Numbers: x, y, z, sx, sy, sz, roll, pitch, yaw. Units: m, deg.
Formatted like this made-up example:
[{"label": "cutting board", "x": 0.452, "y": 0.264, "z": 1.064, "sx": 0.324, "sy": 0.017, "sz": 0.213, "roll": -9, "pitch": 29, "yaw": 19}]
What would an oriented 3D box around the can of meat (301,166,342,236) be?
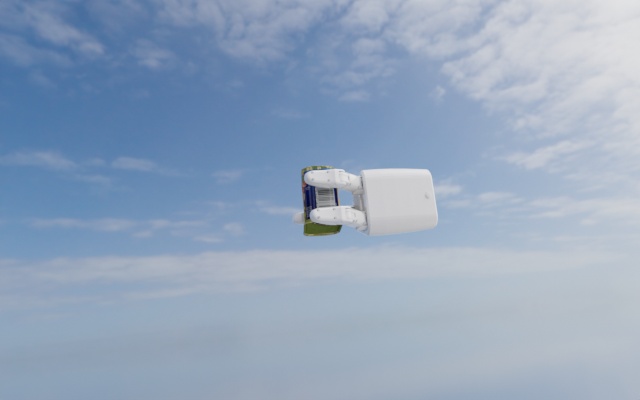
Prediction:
[{"label": "can of meat", "x": 0.000, "y": 0.002, "z": 0.718, "sx": 0.057, "sy": 0.084, "sz": 0.102, "roll": -4, "pitch": -15, "yaw": -3}]
